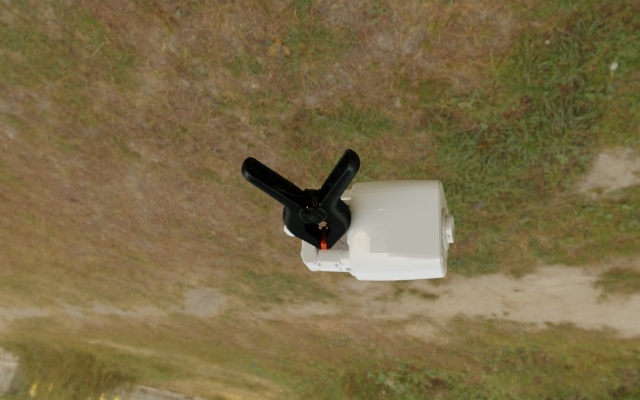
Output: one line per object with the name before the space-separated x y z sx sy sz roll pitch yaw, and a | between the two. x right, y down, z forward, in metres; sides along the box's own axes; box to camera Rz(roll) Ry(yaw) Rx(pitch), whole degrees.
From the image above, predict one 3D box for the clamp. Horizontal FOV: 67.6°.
clamp | 0.000 0.002 0.529 0.120 0.039 0.172 -4 -33 20
